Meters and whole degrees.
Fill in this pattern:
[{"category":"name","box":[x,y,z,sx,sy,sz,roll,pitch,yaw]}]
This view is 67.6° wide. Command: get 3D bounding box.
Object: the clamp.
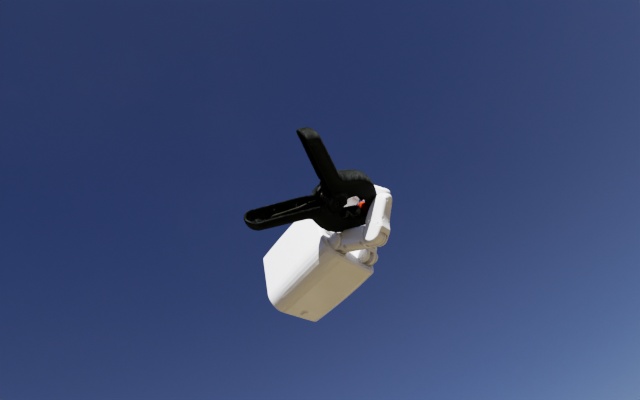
[{"category":"clamp","box":[0.000,0.001,0.525,0.171,0.120,0.039,30,21,-44]}]
